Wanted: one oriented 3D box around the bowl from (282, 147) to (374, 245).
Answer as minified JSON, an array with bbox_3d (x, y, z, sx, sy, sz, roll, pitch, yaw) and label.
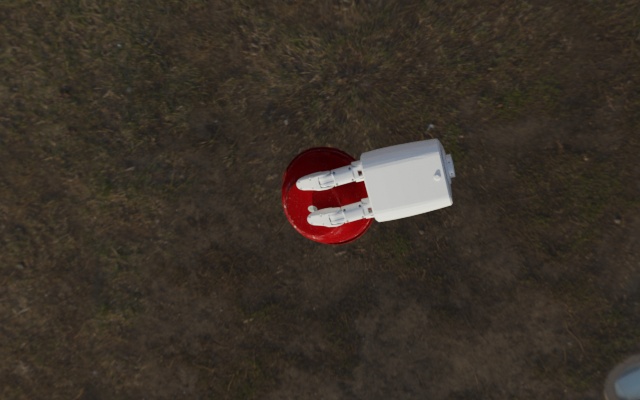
[{"bbox_3d":[-0.001,0.003,0.727,0.162,0.162,0.055,0,19,26],"label":"bowl"}]
